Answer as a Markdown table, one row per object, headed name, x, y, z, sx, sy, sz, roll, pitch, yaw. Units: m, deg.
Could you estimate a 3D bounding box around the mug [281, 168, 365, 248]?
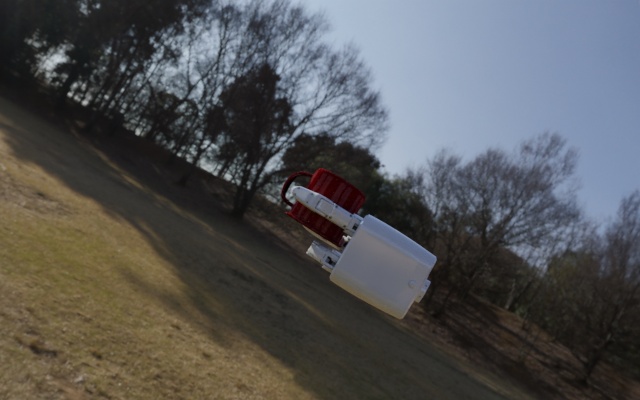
| name | x | y | z | sx | sy | sz | roll | pitch | yaw |
| --- | --- | --- | --- | --- | --- | --- | --- | --- | --- |
| mug | -0.001 | 0.001 | 0.679 | 0.117 | 0.081 | 0.093 | 31 | -4 | 11 |
